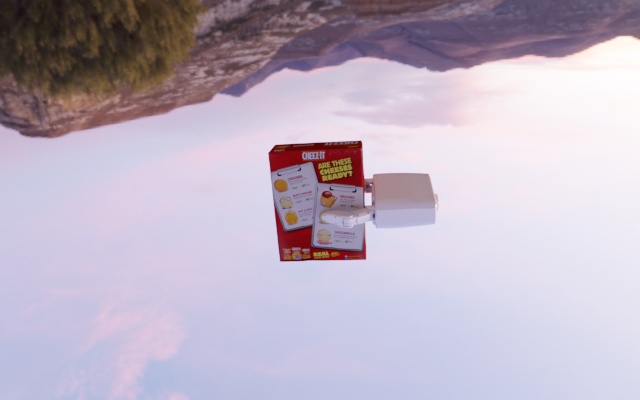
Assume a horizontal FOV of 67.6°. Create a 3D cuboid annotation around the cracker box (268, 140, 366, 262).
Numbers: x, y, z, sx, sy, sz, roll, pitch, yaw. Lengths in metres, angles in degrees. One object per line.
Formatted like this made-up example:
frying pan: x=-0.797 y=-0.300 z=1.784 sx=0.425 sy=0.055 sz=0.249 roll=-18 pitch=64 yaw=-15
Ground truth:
cracker box: x=0.000 y=0.003 z=0.873 sx=0.164 sy=0.214 sz=0.072 roll=-2 pitch=20 yaw=6
